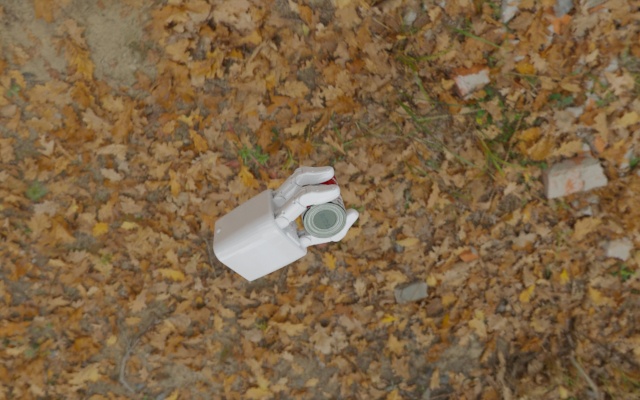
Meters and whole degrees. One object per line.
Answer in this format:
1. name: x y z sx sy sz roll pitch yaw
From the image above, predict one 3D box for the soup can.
1. soup can: 0.001 0.002 0.741 0.068 0.068 0.102 0 33 -9
